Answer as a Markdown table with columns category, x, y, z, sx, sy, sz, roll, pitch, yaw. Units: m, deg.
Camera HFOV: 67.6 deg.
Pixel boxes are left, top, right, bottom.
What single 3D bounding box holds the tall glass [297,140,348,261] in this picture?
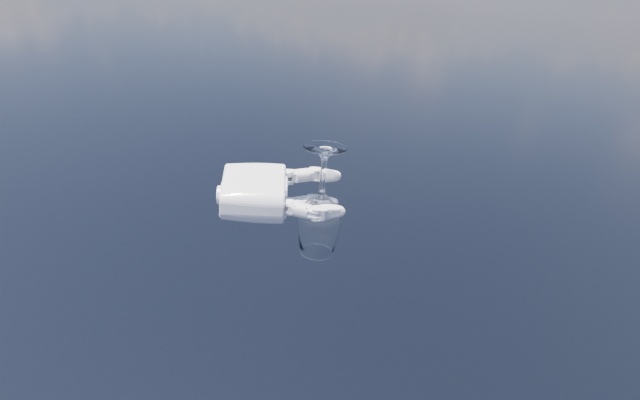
| category | x | y | z | sx | sy | sz | roll | pitch | yaw |
| --- | --- | --- | --- | --- | --- | --- | --- | --- | --- |
| tall glass | 0.000 | 0.002 | 0.828 | 0.079 | 0.201 | 0.079 | 4 | 24 | -2 |
